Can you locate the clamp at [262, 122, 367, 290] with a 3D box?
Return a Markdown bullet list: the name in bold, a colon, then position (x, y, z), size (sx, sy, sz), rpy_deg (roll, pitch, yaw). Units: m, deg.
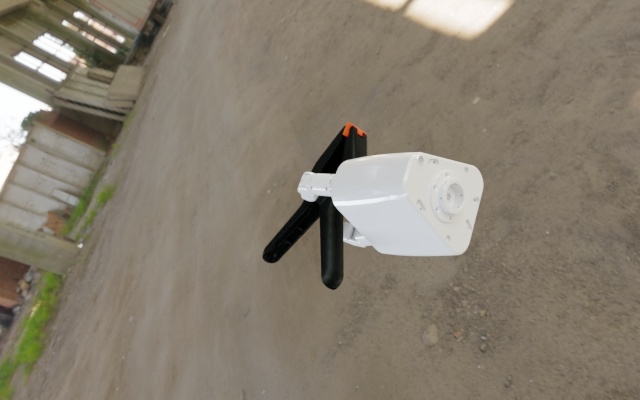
- **clamp**: position (0.000, 0.001, 0.603), size (0.036, 0.210, 0.164), rpy_deg (29, -18, -33)
